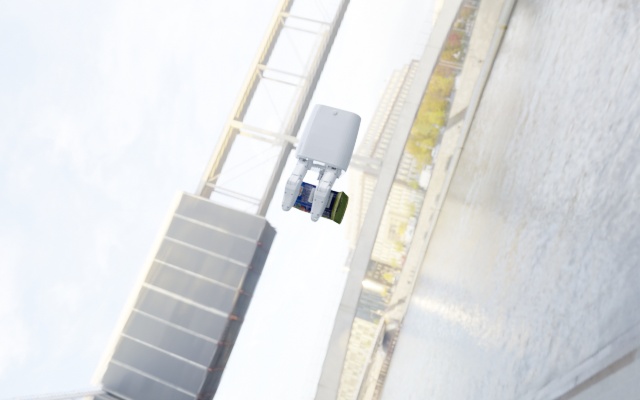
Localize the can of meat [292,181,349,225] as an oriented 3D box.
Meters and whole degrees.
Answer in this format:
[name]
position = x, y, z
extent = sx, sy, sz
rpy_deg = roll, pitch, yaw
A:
[can of meat]
position = 0.000, 0.003, 0.872
extent = 0.084, 0.057, 0.102
rpy_deg = 17, -4, 13
